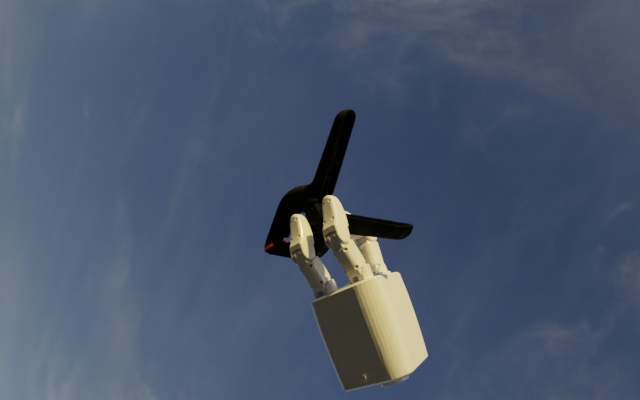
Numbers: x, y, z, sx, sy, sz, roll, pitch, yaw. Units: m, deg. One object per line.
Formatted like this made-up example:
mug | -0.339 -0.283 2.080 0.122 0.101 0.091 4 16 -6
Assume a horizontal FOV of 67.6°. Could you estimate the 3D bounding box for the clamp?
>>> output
clamp | 0.000 0.002 0.581 0.210 0.164 0.036 -31 -20 37
